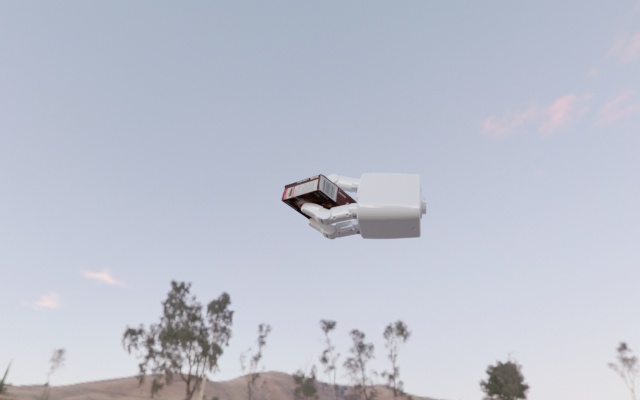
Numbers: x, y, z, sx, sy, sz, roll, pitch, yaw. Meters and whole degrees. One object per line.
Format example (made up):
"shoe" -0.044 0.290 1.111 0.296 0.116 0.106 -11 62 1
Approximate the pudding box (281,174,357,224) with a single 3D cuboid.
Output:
"pudding box" 0.000 0.003 0.865 0.090 0.039 0.113 -16 -40 37
